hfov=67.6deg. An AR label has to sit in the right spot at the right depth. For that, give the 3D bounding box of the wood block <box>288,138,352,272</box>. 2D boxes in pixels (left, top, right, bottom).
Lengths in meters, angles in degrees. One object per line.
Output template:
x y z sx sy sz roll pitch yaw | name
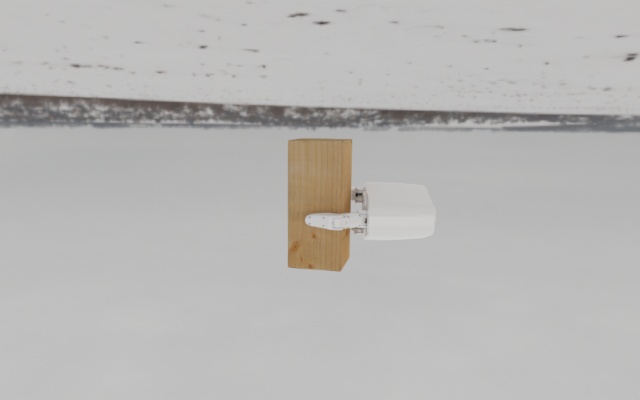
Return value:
0.000 0.003 0.787 0.090 0.206 0.091 3 9 13 | wood block
